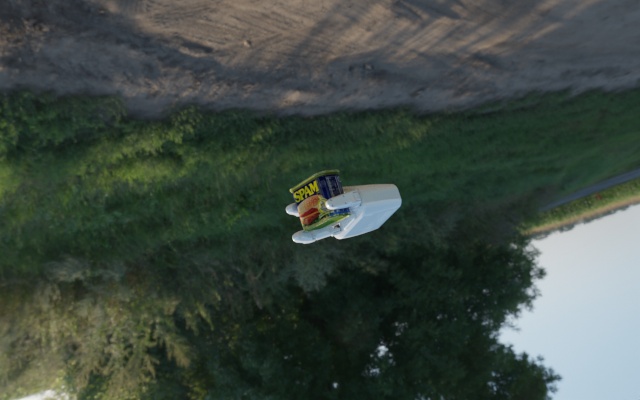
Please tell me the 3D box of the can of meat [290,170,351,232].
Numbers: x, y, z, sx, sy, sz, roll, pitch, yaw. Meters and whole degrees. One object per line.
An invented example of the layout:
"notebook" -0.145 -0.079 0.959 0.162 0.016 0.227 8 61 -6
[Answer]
"can of meat" 0.000 0.003 0.853 0.057 0.084 0.102 -8 -14 -42
